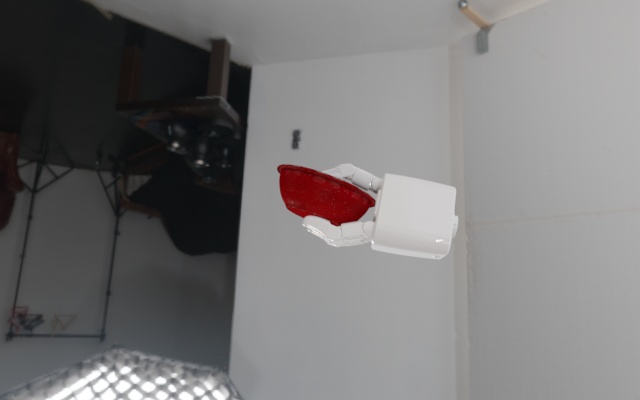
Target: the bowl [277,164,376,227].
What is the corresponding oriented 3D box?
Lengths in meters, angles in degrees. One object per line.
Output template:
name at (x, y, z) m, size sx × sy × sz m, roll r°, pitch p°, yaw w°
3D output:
bowl at (-0.001, 0.002, 0.725) m, size 0.162 × 0.055 × 0.162 m, roll 20°, pitch -10°, yaw 4°
